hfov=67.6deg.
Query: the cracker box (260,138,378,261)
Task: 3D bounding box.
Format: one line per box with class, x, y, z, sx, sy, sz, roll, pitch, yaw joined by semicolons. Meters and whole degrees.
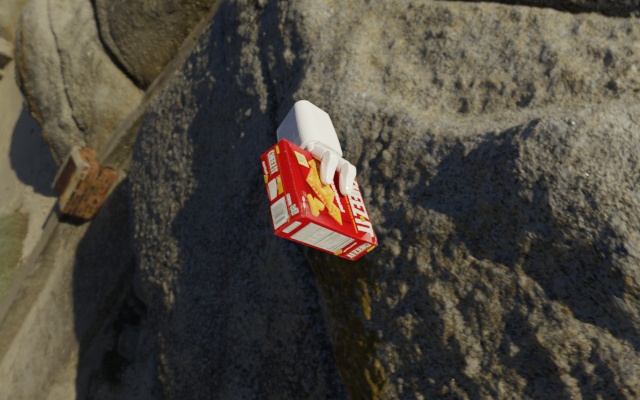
cracker box;0.000;0.003;0.863;0.072;0.164;0.214;-34;-37;28
